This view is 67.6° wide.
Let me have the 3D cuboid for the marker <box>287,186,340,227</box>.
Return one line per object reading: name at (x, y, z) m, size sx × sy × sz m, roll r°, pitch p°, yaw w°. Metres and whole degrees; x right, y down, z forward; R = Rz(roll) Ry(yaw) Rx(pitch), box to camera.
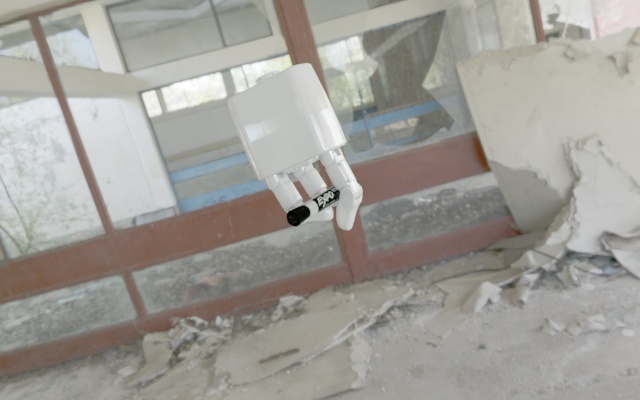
marker at (0.000, 0.002, 0.550) m, size 0.020 × 0.020 × 0.121 m, roll 0°, pitch 19°, yaw 34°
